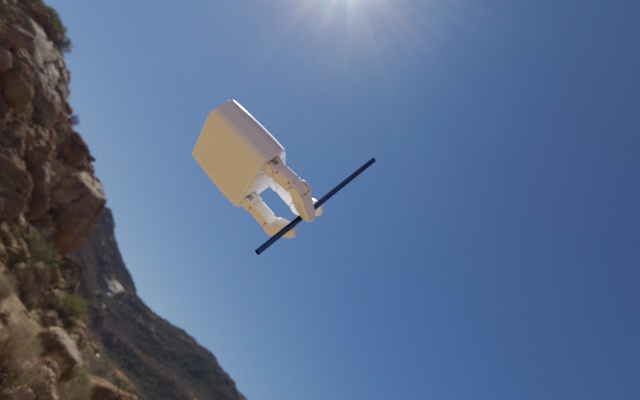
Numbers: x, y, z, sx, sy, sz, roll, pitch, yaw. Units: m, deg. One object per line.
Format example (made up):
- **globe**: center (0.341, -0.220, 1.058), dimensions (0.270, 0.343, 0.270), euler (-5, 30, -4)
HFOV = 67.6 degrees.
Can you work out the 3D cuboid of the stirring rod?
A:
- **stirring rod**: center (0.000, 0.002, 0.673), dimensions (0.239, 0.011, 0.011), euler (-38, 22, -30)
